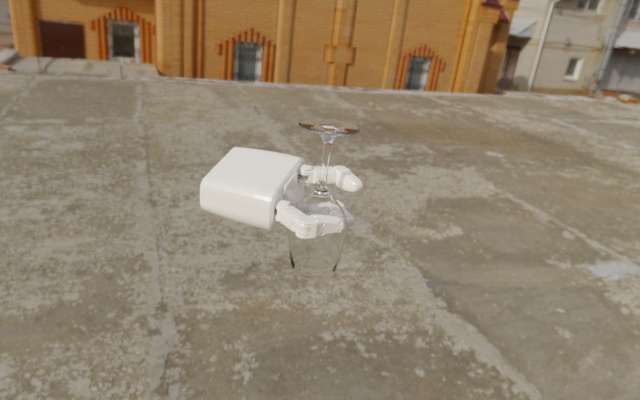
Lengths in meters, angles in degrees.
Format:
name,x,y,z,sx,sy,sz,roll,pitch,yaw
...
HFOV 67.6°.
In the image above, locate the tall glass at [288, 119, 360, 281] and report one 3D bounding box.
name,x,y,z,sx,sy,sz,roll,pitch,yaw
tall glass,0.000,0.001,0.612,0.079,0.201,0.079,5,22,-2
